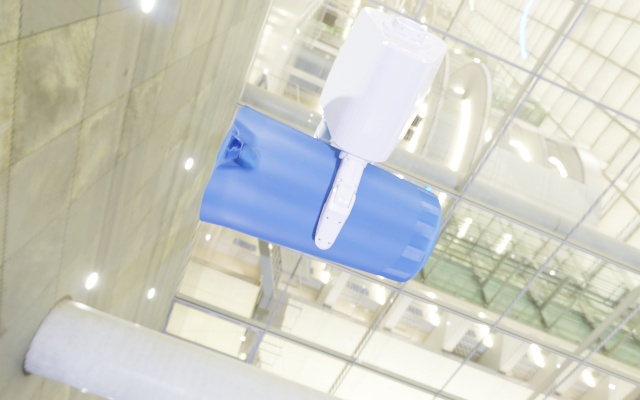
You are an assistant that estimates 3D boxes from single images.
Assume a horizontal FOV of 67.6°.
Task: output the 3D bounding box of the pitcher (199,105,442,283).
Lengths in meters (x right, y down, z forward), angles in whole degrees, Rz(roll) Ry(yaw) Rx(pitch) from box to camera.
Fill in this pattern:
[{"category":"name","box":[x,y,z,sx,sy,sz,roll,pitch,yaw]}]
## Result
[{"category":"pitcher","box":[0.000,0.002,0.535,0.243,0.145,0.149,22,32,-5]}]
